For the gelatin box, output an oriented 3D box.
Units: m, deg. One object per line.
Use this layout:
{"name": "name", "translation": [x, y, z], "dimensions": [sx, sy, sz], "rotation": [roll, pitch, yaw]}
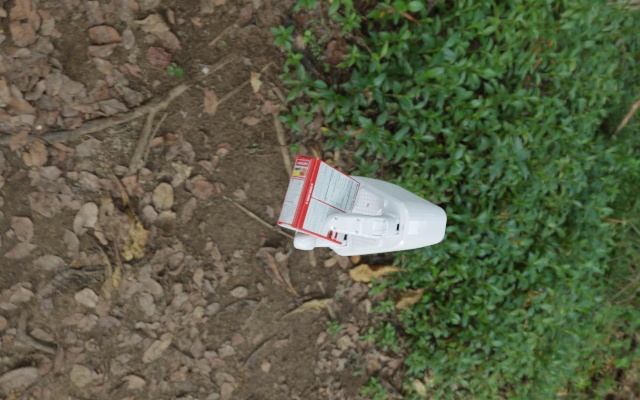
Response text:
{"name": "gelatin box", "translation": [0.000, 0.002, 0.498], "dimensions": [0.030, 0.073, 0.089], "rotation": [12, -8, 36]}
